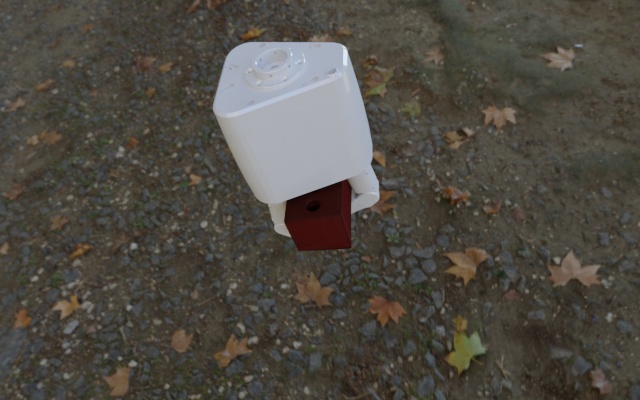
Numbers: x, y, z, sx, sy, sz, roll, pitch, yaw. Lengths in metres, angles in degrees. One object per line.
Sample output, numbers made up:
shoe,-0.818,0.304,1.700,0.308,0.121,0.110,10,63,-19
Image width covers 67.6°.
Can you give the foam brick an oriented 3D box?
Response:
foam brick,0.000,0.002,0.451,0.053,0.078,0.051,-6,-38,12
